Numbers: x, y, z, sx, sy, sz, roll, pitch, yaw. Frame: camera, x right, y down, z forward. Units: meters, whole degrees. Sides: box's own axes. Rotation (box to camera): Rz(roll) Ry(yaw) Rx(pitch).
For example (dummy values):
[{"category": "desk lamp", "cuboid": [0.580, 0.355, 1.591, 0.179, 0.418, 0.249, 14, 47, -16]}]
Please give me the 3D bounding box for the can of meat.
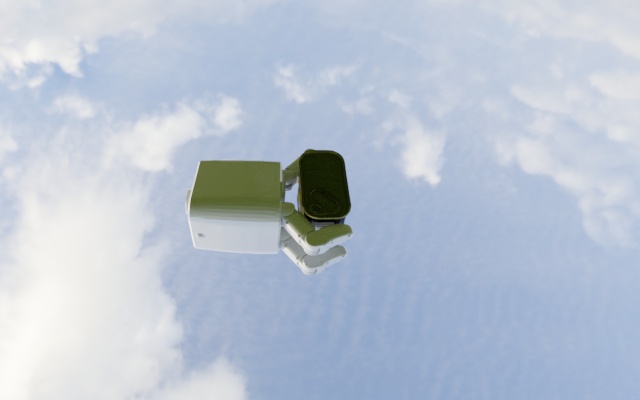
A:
[{"category": "can of meat", "cuboid": [0.000, 0.002, 0.602, 0.057, 0.102, 0.084, -1, -35, -8]}]
